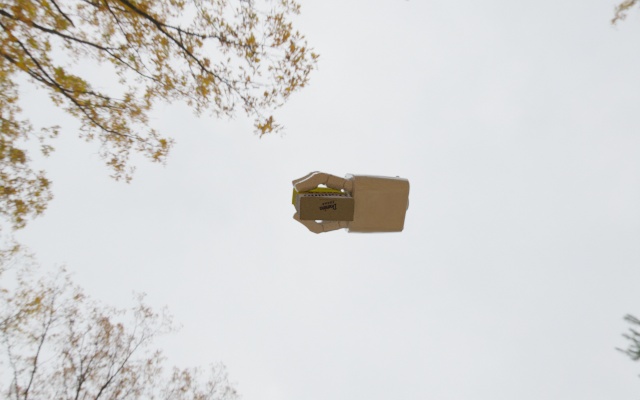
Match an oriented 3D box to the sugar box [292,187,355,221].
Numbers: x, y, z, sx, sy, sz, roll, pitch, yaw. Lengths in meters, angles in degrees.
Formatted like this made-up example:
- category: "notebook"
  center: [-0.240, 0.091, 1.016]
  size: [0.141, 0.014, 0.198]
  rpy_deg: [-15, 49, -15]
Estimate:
- category: "sugar box"
  center: [0.000, 0.002, 0.867]
  size: [0.093, 0.048, 0.176]
  rpy_deg: [2, 5, -8]
